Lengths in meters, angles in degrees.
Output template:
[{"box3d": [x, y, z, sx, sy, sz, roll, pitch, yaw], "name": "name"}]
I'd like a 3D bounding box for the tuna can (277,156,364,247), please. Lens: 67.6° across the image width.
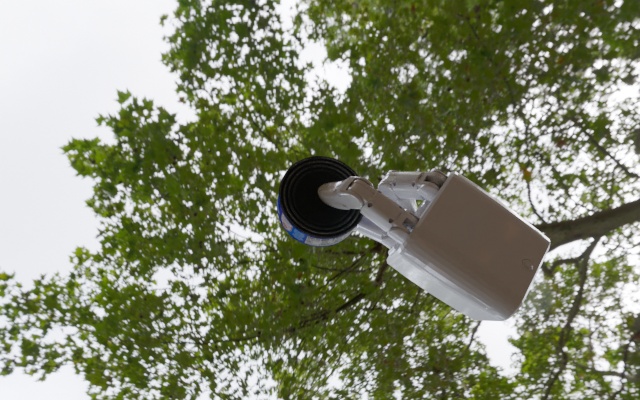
[{"box3d": [0.000, 0.002, 0.471, 0.086, 0.086, 0.034, 0, -23, -11], "name": "tuna can"}]
